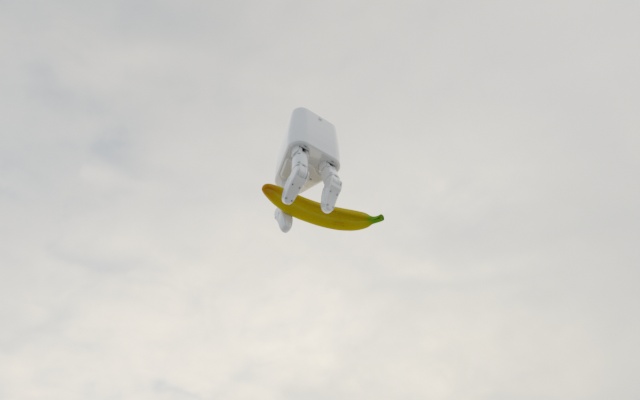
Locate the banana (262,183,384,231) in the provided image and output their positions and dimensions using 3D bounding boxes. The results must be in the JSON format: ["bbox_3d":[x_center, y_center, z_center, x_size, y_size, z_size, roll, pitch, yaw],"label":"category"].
[{"bbox_3d":[-0.001,0.014,0.773,0.198,0.037,0.070,13,-38,-5],"label":"banana"}]
